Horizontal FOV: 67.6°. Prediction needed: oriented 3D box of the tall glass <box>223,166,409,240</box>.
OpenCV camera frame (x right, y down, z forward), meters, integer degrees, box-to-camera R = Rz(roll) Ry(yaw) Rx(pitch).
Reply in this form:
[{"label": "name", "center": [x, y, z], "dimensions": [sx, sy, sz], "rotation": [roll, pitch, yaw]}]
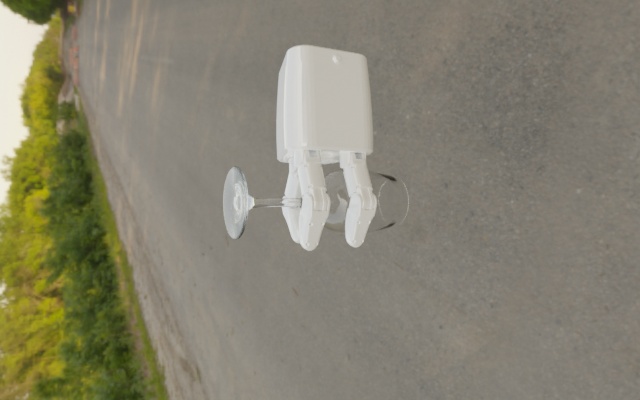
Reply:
[{"label": "tall glass", "center": [-0.001, 0.002, 0.531], "dimensions": [0.201, 0.079, 0.079], "rotation": [0, 0, -28]}]
